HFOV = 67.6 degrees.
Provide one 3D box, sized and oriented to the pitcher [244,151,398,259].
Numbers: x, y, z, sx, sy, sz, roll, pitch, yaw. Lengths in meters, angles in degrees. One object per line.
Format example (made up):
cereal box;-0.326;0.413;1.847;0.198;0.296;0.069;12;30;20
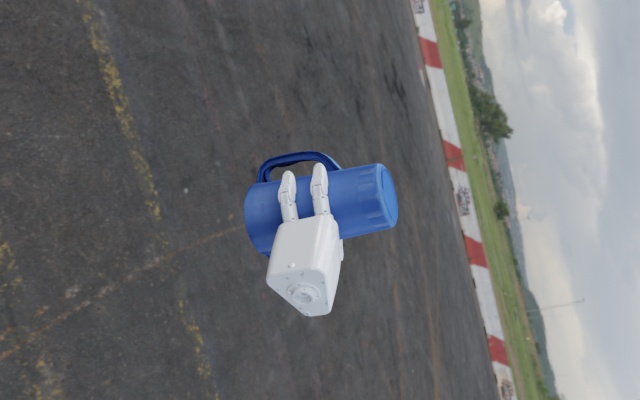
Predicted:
pitcher;0.000;0.003;0.815;0.243;0.149;0.145;-12;37;20
